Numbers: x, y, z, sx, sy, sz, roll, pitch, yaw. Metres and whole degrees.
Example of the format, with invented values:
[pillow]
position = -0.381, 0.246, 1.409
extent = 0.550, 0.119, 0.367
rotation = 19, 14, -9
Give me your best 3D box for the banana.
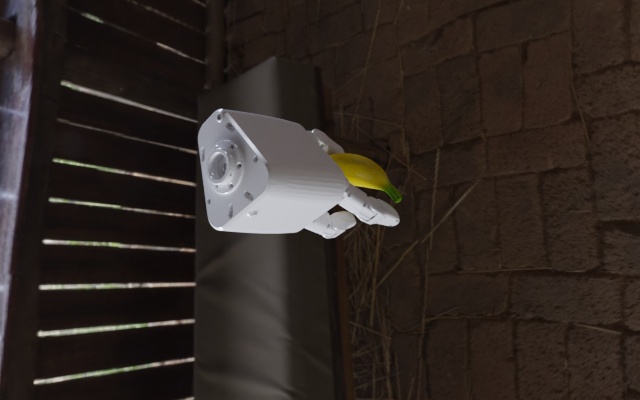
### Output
[banana]
position = 0.000, -0.017, 0.579
extent = 0.198, 0.069, 0.037
rotation = -10, -4, 36
